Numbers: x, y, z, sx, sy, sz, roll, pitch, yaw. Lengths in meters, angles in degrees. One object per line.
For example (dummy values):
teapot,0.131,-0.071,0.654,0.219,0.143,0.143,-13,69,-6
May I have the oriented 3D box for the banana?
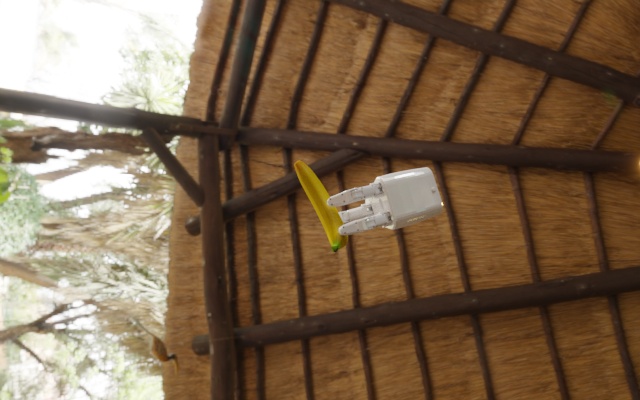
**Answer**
banana,0.007,0.013,0.863,0.037,0.197,0.070,-28,-29,3
